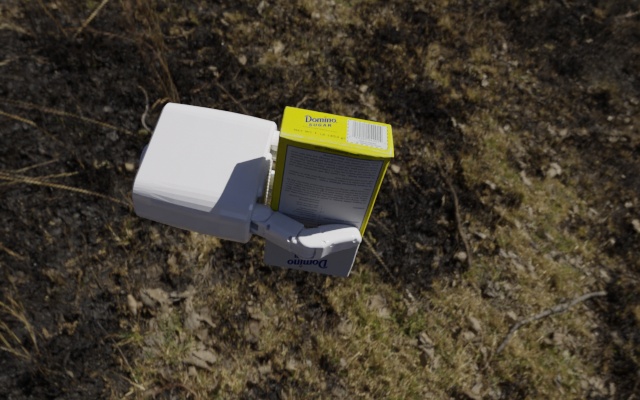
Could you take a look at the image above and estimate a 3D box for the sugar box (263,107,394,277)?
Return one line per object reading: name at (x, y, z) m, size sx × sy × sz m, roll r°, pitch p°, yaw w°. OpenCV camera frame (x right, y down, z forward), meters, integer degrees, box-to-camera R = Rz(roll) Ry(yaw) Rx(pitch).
sugar box at (0.000, 0.001, 0.447) m, size 0.093 × 0.048 × 0.176 m, roll 10°, pitch -41°, yaw -4°
